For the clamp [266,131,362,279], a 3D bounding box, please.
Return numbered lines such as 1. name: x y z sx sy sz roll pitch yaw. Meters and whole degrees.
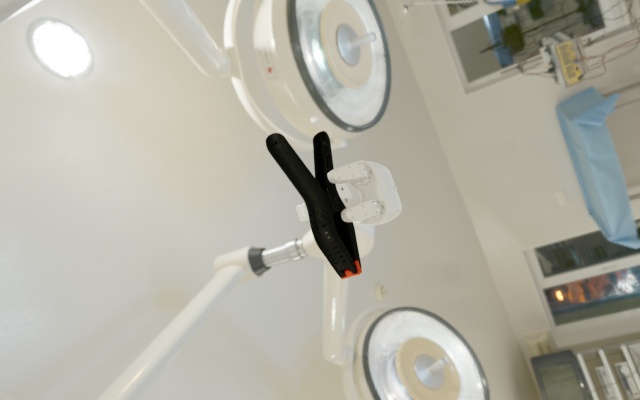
1. clamp: 0.000 0.003 0.620 0.036 0.210 0.164 -20 -6 25
